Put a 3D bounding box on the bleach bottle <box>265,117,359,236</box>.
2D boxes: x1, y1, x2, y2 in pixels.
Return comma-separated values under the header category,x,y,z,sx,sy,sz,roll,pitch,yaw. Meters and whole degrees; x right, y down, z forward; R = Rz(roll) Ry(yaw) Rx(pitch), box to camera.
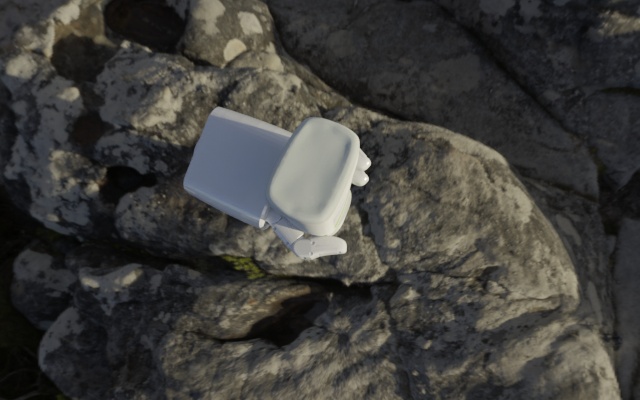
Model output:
category,x,y,z,sx,sy,sz,roll,pitch,yaw
bleach bottle,0.000,0.002,0.544,0.068,0.102,0.251,23,-13,9
